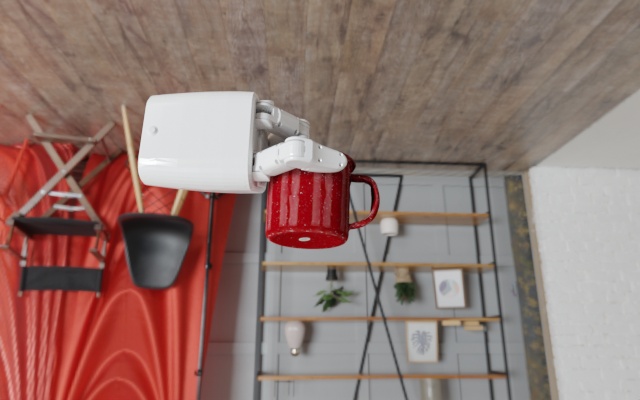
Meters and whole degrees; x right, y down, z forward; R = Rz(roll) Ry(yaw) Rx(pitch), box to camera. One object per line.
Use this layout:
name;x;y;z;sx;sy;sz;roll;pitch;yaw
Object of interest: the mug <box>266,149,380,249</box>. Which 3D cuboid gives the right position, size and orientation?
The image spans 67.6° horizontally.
mug;0.002;0.002;0.475;0.117;0.081;0.093;1;-18;4
